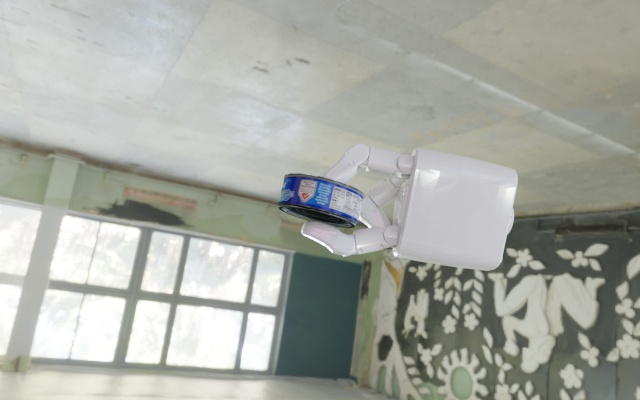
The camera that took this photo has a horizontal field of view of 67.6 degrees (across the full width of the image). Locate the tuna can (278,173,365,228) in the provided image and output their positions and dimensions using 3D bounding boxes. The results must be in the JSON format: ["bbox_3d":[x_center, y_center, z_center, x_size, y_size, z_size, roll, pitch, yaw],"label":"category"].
[{"bbox_3d":[0.000,0.002,0.490,0.086,0.033,0.086,13,-10,2],"label":"tuna can"}]
